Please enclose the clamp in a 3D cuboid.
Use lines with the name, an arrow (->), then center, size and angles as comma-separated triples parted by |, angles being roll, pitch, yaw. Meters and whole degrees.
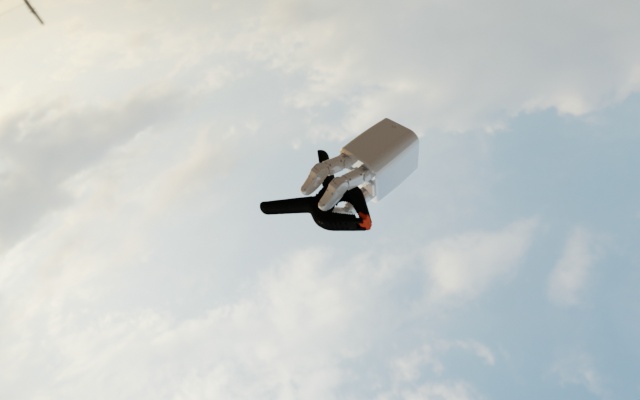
clamp -> 0.001, 0.003, 0.813 | 0.164, 0.036, 0.210 | -40, 45, -12
